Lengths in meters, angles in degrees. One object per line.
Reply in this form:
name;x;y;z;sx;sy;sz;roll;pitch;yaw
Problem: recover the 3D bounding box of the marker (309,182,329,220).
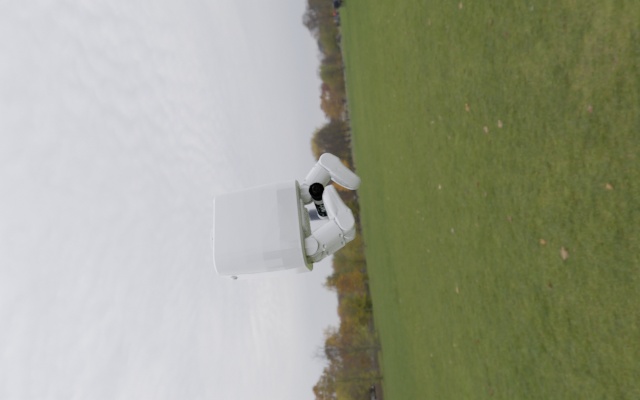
marker;0.000;0.002;0.610;0.020;0.020;0.121;0;-15;5
